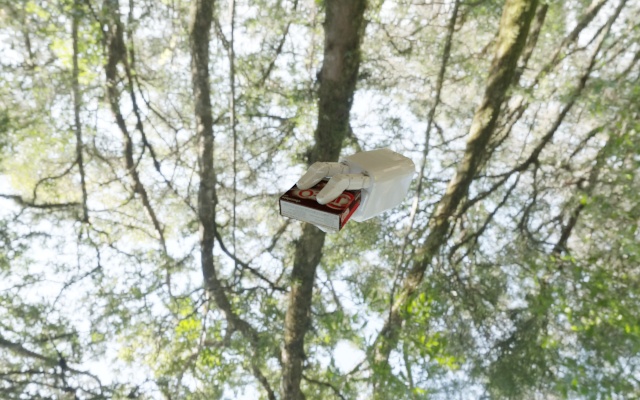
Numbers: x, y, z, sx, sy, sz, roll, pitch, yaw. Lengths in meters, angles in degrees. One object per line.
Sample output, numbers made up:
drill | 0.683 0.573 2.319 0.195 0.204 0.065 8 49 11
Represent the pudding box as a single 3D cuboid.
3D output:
pudding box | 0.000 0.003 0.793 0.113 0.039 0.090 12 32 22
